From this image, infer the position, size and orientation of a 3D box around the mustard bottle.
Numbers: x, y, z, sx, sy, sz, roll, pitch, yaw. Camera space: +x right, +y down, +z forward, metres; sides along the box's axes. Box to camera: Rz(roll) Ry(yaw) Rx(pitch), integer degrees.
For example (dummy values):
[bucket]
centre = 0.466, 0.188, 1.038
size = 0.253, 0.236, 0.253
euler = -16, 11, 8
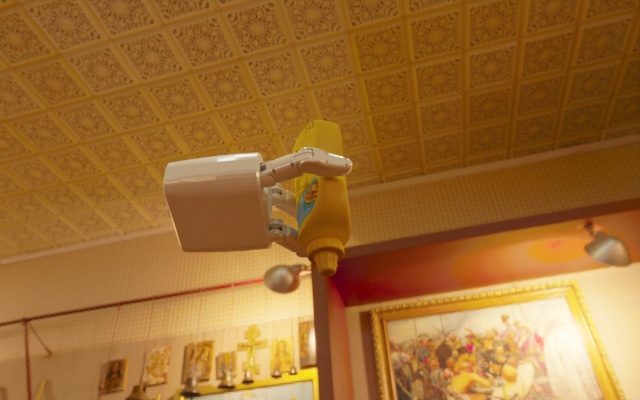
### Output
[mustard bottle]
centre = 0.000, 0.002, 0.564
size = 0.058, 0.191, 0.096
euler = 10, -40, -18
